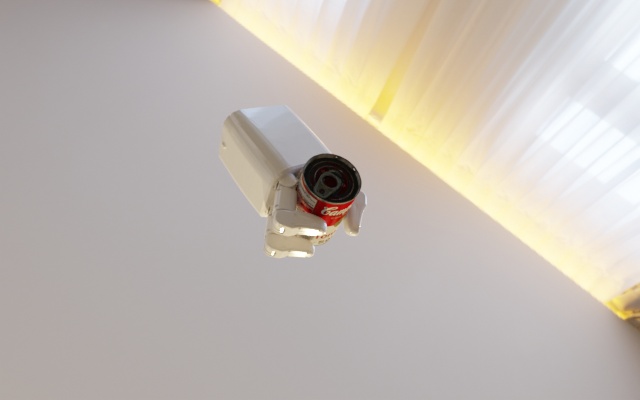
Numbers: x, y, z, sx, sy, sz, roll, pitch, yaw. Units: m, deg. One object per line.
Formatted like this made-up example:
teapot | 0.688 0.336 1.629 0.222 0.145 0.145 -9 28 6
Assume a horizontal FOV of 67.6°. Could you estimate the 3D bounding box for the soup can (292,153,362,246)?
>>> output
soup can | 0.000 0.002 0.566 0.068 0.068 0.102 0 -33 -18
